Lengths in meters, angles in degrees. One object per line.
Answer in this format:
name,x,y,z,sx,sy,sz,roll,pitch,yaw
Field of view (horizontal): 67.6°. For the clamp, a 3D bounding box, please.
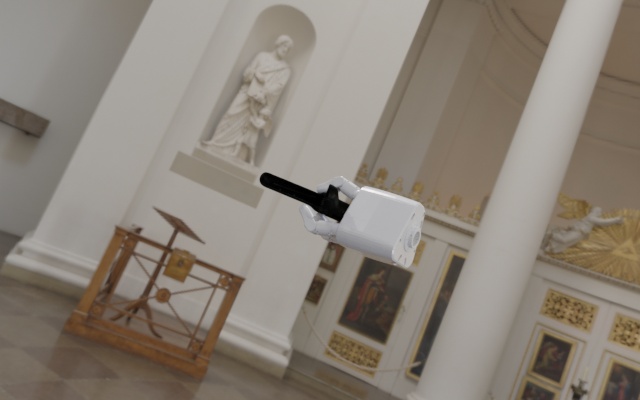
clamp,0.001,0.002,0.850,0.164,0.036,0.210,15,-11,33
